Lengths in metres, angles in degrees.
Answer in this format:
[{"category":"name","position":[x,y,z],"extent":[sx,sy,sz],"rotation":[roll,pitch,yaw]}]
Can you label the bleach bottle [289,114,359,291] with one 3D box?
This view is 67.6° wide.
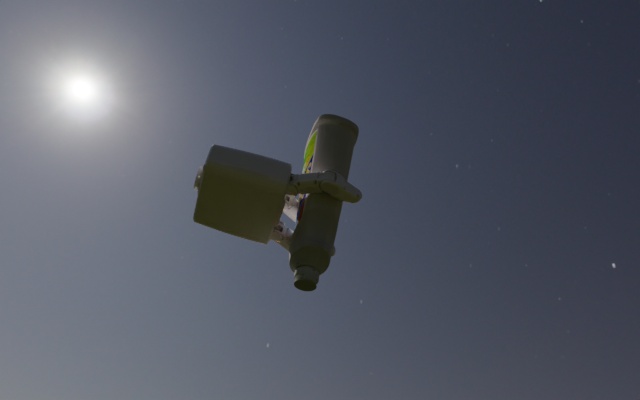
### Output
[{"category":"bleach bottle","position":[0.000,0.002,0.648],"extent":[0.068,0.250,0.103],"rotation":[17,-40,-9]}]
